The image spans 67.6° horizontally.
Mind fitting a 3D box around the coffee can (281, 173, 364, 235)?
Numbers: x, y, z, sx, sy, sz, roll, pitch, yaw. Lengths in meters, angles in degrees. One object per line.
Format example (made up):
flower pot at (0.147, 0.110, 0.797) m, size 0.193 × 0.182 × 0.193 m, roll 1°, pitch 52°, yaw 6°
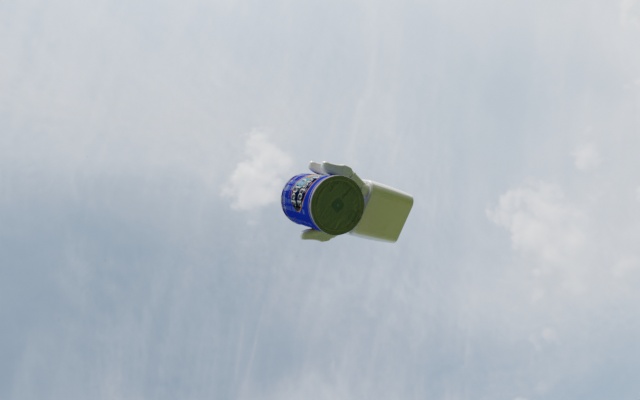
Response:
coffee can at (0.000, 0.003, 0.869) m, size 0.103 × 0.103 × 0.140 m, roll 0°, pitch 5°, yaw -26°
